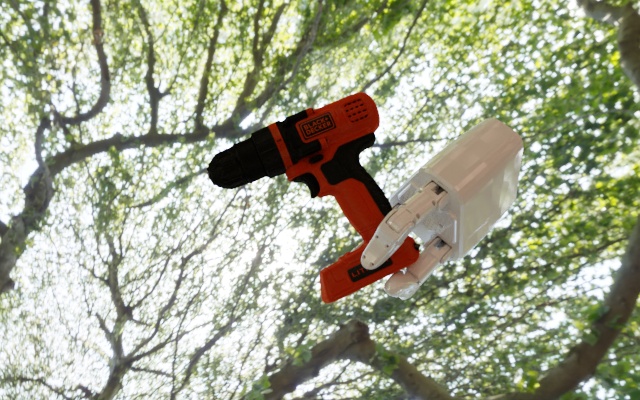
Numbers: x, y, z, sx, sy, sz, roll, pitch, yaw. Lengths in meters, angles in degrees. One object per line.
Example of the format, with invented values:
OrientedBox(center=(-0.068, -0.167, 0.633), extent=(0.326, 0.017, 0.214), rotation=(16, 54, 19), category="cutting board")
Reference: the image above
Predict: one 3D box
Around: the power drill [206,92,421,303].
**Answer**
OrientedBox(center=(0.001, 0.002, 0.475), extent=(0.184, 0.187, 0.057), rotation=(-24, -6, -3), category="power drill")
